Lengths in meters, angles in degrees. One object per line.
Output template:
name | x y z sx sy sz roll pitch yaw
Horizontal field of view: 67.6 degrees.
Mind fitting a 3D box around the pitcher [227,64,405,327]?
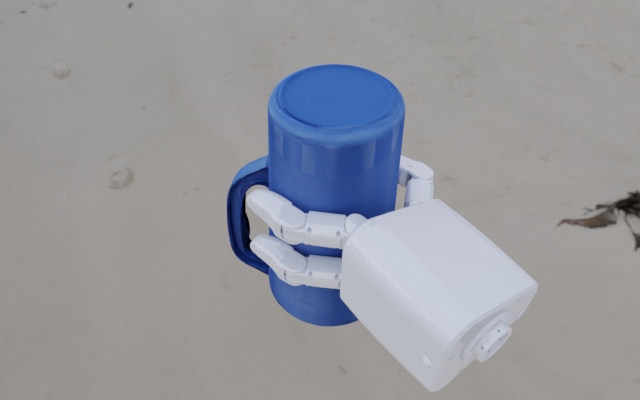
pitcher | 0.000 0.002 0.453 0.149 0.243 0.145 -26 52 -24
